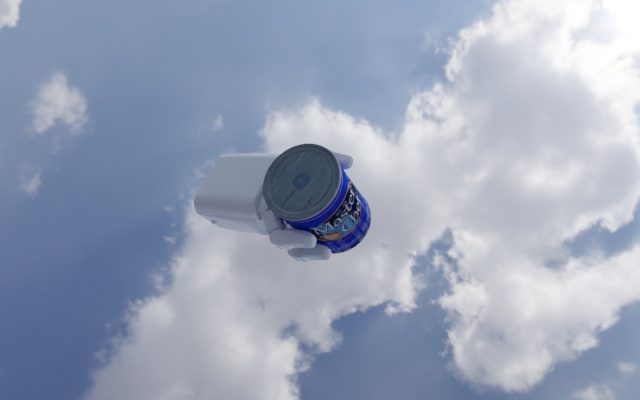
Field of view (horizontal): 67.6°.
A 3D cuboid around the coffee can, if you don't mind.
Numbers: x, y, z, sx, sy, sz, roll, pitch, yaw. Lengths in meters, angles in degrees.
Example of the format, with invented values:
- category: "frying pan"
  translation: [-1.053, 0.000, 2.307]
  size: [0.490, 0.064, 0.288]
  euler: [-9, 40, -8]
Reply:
- category: "coffee can"
  translation: [0.000, 0.002, 0.640]
  size: [0.103, 0.102, 0.140]
  euler: [0, -23, 23]
